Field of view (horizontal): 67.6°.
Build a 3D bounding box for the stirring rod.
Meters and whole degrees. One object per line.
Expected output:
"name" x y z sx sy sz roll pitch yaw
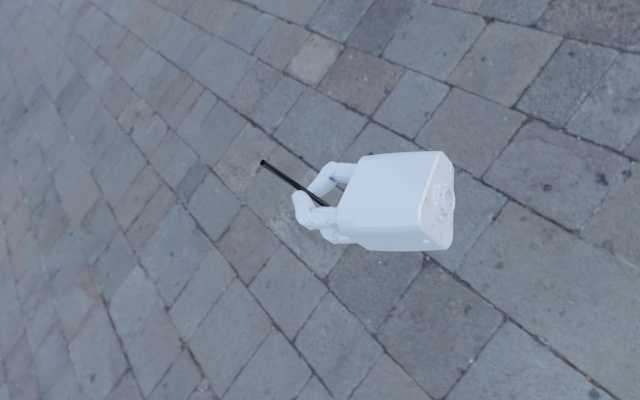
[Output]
"stirring rod" 0.000 0.002 0.653 0.011 0.011 0.240 0 -23 39
